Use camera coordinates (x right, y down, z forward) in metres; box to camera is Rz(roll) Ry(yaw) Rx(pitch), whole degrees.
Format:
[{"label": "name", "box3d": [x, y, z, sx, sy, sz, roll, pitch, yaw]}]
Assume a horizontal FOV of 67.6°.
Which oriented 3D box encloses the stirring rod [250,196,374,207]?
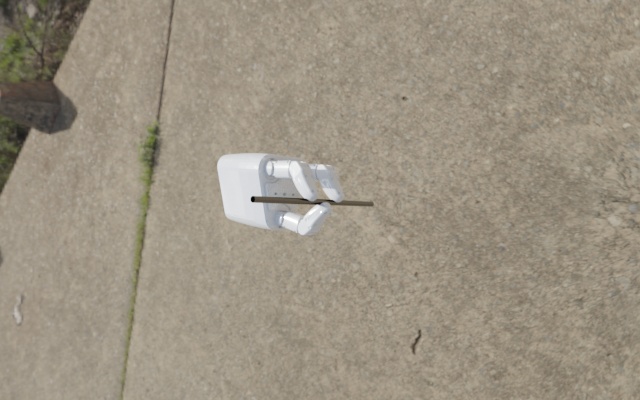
[{"label": "stirring rod", "box3d": [0.000, 0.002, 0.647, 0.011, 0.011, 0.239, 0, -2, 41]}]
